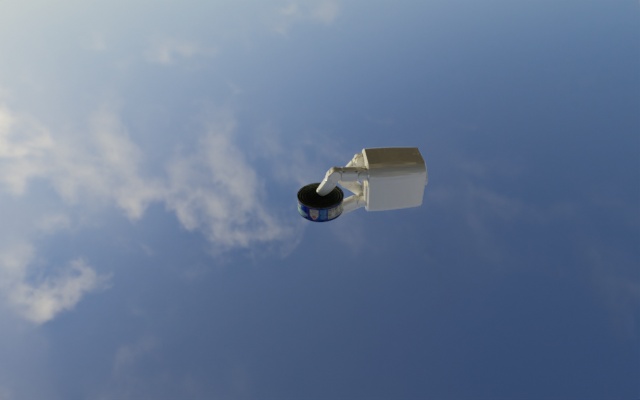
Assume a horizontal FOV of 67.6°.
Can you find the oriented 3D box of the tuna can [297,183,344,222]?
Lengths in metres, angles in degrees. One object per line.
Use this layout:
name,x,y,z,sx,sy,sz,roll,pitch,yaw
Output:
tuna can,0.000,0.003,0.881,0.086,0.034,0.086,0,34,0
